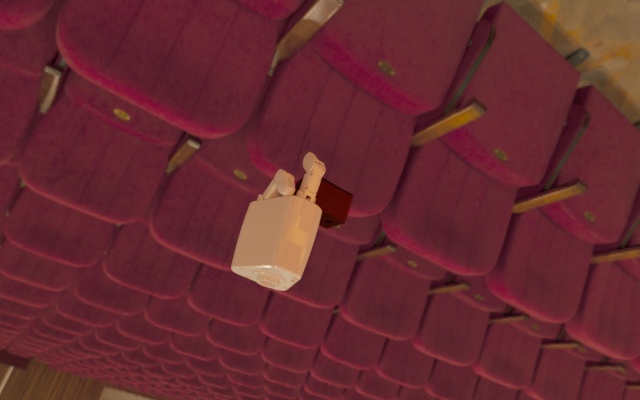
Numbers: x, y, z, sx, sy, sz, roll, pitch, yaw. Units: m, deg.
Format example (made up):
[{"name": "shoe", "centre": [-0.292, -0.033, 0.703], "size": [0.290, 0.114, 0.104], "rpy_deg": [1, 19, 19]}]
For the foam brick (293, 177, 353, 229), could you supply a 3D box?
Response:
[{"name": "foam brick", "centre": [0.000, 0.002, 0.729], "size": [0.078, 0.051, 0.053], "rpy_deg": [28, -28, -25]}]
